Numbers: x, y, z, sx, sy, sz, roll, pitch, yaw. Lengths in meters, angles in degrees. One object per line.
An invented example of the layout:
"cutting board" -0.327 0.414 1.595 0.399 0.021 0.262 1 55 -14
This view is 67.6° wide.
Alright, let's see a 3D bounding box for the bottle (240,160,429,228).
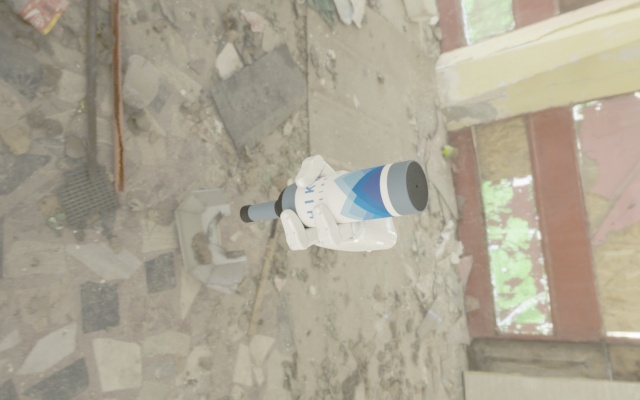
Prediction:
"bottle" 0.000 0.002 0.667 0.296 0.069 0.069 -9 -6 36
